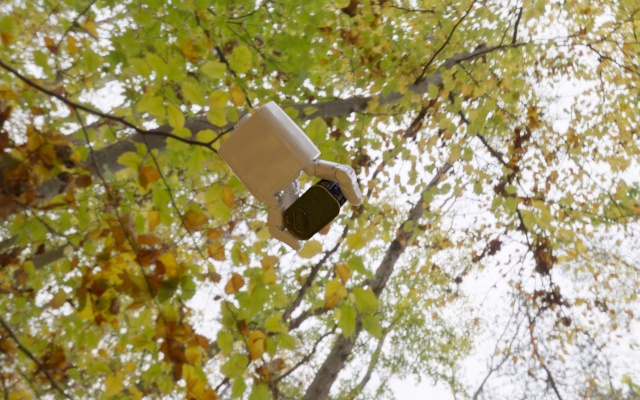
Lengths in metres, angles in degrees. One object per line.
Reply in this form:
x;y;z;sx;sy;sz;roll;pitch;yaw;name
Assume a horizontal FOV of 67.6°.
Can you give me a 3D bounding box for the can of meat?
0.000;0.002;0.725;0.102;0.057;0.084;-42;3;36;can of meat
